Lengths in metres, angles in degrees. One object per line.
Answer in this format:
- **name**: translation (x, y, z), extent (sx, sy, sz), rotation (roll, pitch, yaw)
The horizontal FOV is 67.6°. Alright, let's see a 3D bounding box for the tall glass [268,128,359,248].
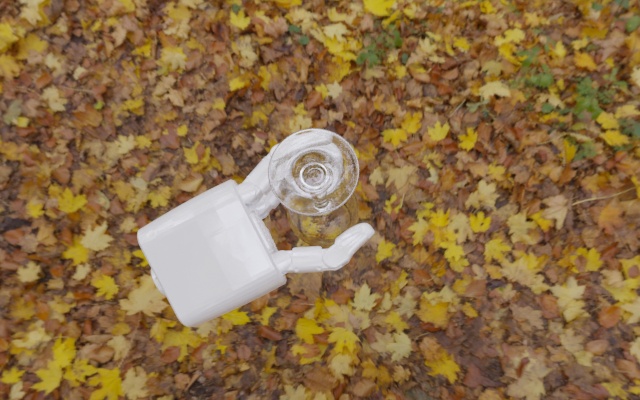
- **tall glass**: translation (0.000, 0.001, 0.480), extent (0.079, 0.079, 0.201), rotation (0, -15, 4)
